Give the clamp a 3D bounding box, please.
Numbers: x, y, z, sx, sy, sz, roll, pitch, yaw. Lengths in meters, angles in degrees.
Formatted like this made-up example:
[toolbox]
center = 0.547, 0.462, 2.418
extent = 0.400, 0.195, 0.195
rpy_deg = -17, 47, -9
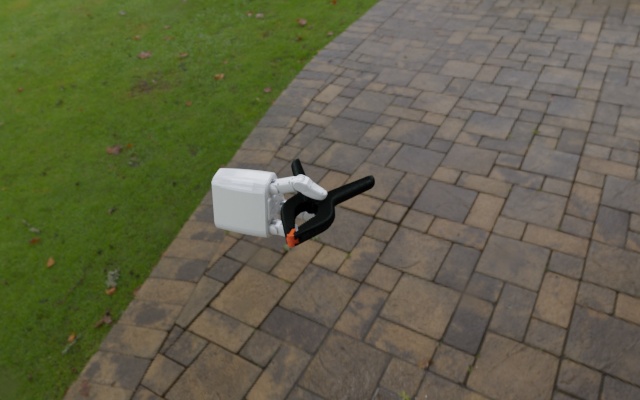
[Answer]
[clamp]
center = 0.000, 0.002, 0.834
extent = 0.164, 0.036, 0.209
rpy_deg = 9, 42, 13
